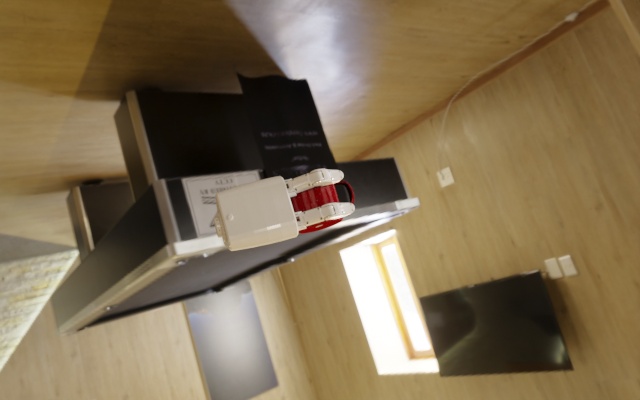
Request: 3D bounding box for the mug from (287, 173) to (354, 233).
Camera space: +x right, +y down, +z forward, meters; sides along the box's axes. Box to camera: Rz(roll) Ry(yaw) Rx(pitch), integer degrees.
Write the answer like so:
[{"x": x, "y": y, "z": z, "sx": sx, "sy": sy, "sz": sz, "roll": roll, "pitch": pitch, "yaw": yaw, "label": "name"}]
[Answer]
[{"x": 0.002, "y": 0.002, "z": 0.793, "sx": 0.117, "sy": 0.081, "sz": 0.093, "roll": -13, "pitch": -11, "yaw": -15, "label": "mug"}]
